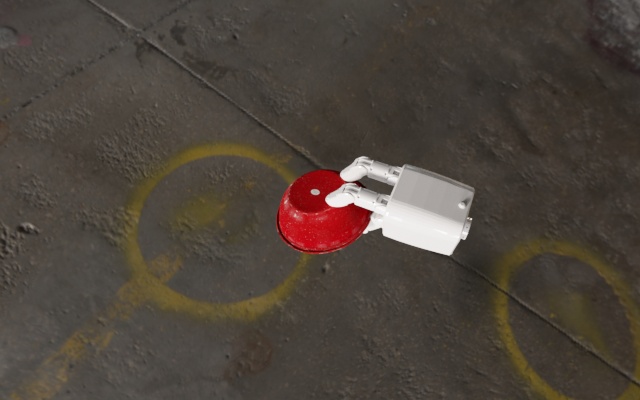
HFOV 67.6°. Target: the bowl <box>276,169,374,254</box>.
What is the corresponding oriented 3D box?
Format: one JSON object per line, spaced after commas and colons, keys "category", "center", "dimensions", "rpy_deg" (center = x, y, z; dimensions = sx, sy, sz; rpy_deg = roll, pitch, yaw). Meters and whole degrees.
{"category": "bowl", "center": [-0.001, 0.002, 0.754], "dimensions": [0.162, 0.162, 0.055], "rpy_deg": [0, -40, 18]}
